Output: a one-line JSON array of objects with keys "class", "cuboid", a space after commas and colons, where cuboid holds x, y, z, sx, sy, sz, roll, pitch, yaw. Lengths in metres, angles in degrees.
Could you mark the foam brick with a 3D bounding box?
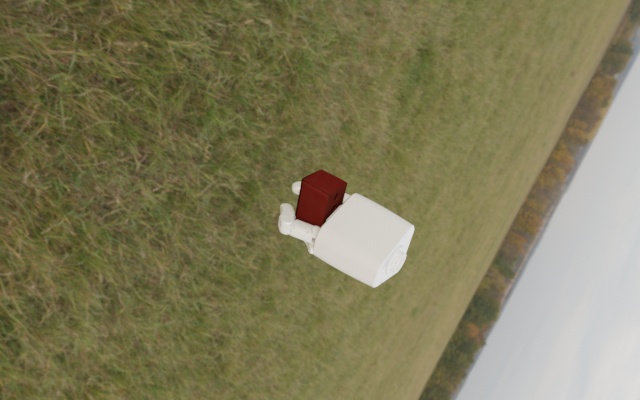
[{"class": "foam brick", "cuboid": [0.000, 0.002, 0.718, 0.051, 0.078, 0.053, 29, 37, 24]}]
